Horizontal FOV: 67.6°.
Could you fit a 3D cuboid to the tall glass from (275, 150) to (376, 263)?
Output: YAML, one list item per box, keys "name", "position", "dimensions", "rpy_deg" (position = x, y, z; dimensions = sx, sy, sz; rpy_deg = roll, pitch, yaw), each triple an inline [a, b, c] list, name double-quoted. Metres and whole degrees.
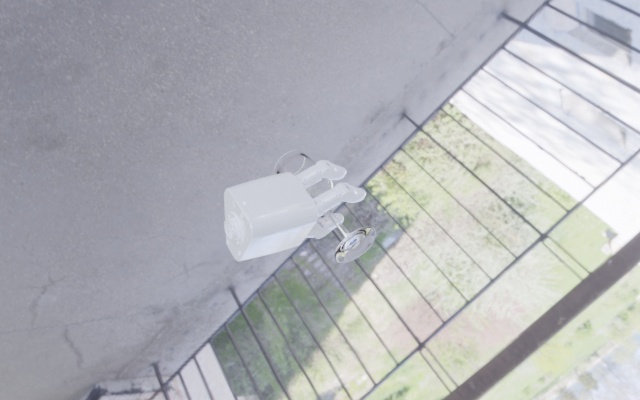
- name: "tall glass"
  position: [0.001, 0.003, 0.764]
  dimensions: [0.079, 0.079, 0.201]
  rpy_deg: [0, 40, -43]
